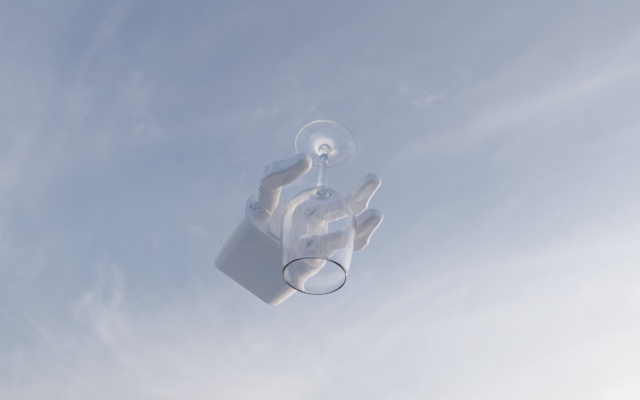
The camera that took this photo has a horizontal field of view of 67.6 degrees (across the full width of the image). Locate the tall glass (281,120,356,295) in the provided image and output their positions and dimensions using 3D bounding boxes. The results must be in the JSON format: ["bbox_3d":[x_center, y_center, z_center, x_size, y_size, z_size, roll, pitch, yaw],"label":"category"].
[{"bbox_3d":[0.000,0.001,0.521,0.079,0.079,0.200,2,45,2],"label":"tall glass"}]
